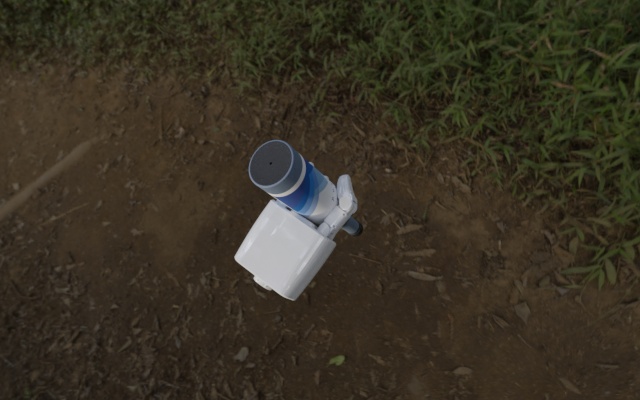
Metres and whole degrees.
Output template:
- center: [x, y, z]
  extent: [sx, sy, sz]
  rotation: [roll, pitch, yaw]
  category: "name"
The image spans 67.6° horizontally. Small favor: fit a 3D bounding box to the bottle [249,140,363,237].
- center: [0.000, 0.002, 0.726]
  extent: [0.069, 0.069, 0.296]
  rotation: [0, -20, 27]
  category: "bottle"
